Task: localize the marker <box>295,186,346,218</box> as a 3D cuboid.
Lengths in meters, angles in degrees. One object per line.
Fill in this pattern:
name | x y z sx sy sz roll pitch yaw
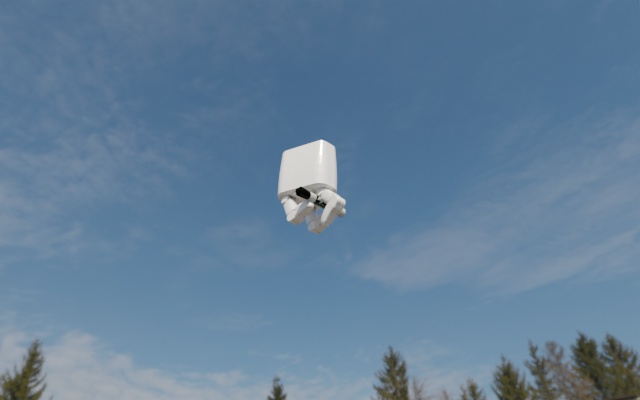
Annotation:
marker | 0.000 0.003 0.891 0.121 0.020 0.020 27 -17 -38
